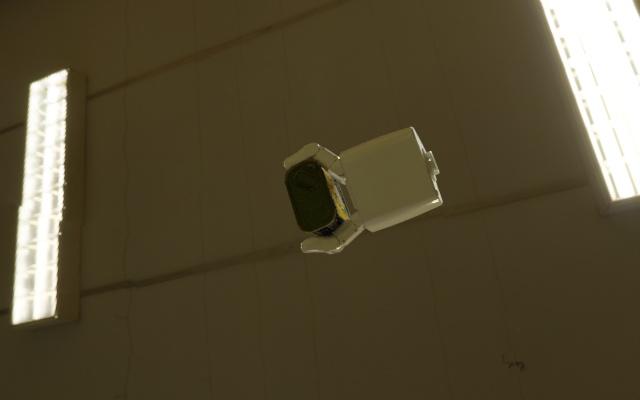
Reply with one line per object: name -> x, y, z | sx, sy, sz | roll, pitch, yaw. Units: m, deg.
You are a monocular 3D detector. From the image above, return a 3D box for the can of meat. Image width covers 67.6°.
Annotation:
can of meat -> 0.000, 0.002, 0.686 | 0.057, 0.102, 0.084 | -25, -22, 16
